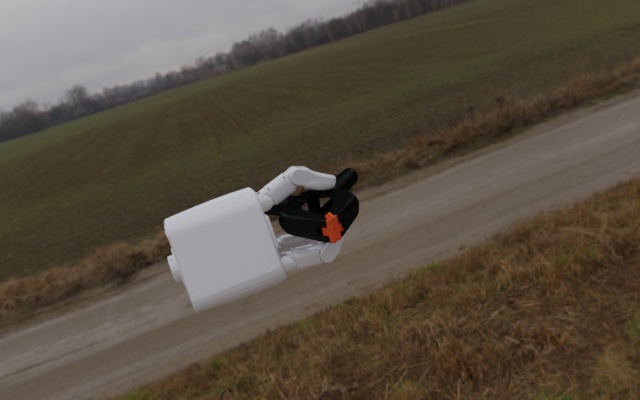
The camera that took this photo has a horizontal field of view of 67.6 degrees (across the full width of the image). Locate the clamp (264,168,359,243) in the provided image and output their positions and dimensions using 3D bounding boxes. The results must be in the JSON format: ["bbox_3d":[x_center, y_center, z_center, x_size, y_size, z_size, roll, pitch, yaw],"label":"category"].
[{"bbox_3d":[0.000,0.001,0.586,0.164,0.036,0.210,-18,17,-15],"label":"clamp"}]
